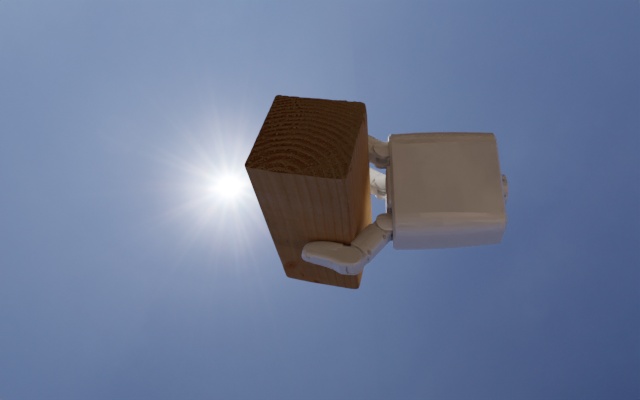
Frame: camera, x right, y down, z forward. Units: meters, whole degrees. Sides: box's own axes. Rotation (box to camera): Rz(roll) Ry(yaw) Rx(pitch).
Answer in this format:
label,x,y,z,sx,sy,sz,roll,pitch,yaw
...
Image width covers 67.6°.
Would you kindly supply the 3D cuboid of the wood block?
label,x,y,z,sx,sy,sz,roll,pitch,yaw
wood block,0.000,0.002,0.493,0.090,0.090,0.206,8,-34,14
